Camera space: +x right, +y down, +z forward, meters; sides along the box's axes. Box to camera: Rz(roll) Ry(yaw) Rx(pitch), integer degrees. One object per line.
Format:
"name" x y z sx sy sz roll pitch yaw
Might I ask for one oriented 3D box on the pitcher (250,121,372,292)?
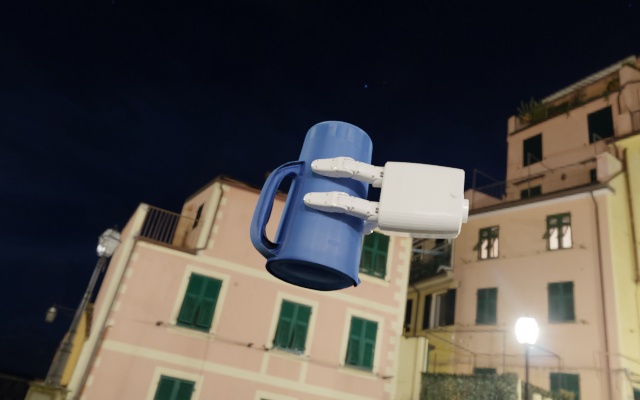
"pitcher" 0.000 0.002 0.711 0.145 0.242 0.149 5 -26 14
